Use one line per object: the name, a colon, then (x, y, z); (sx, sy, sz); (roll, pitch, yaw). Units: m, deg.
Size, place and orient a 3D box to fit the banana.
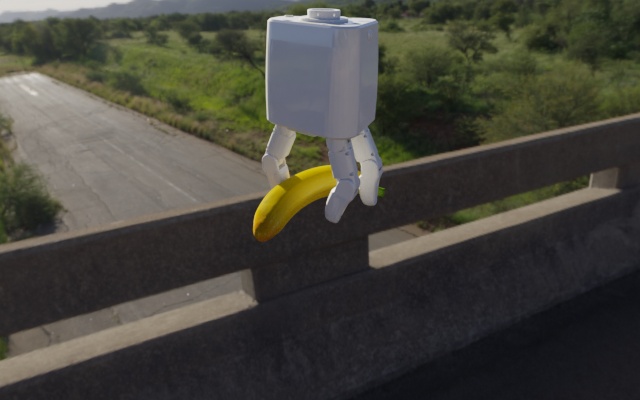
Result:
banana: (-0.010, -0.007, 0.550); (0.198, 0.037, 0.069); (-20, 40, -39)
